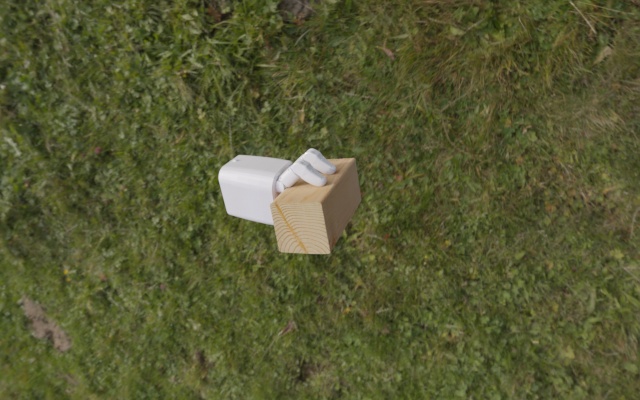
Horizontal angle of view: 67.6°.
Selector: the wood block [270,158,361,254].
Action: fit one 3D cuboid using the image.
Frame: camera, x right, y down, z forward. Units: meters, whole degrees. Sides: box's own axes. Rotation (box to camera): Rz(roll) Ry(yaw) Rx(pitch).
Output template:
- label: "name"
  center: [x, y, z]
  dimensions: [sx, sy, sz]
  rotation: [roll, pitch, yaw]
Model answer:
- label: "wood block"
  center: [0.000, 0.003, 0.833]
  dimensions: [0.090, 0.091, 0.206]
  rotation: [-1, 24, 20]
